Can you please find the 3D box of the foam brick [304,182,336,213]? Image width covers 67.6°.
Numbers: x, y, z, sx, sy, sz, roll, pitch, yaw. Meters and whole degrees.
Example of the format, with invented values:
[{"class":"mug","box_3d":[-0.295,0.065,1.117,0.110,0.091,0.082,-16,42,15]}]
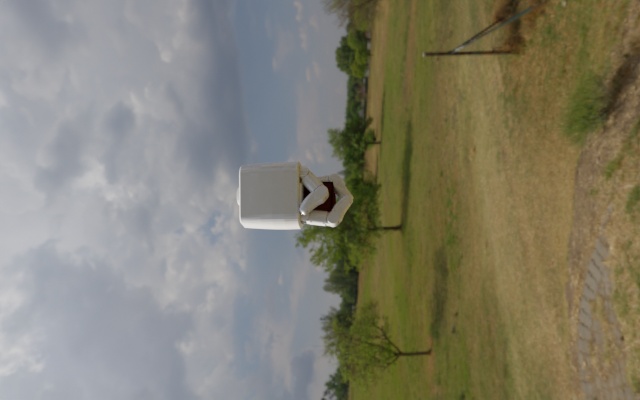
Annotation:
[{"class":"foam brick","box_3d":[0.000,0.003,0.863,0.051,0.053,0.078,-1,-20,6]}]
